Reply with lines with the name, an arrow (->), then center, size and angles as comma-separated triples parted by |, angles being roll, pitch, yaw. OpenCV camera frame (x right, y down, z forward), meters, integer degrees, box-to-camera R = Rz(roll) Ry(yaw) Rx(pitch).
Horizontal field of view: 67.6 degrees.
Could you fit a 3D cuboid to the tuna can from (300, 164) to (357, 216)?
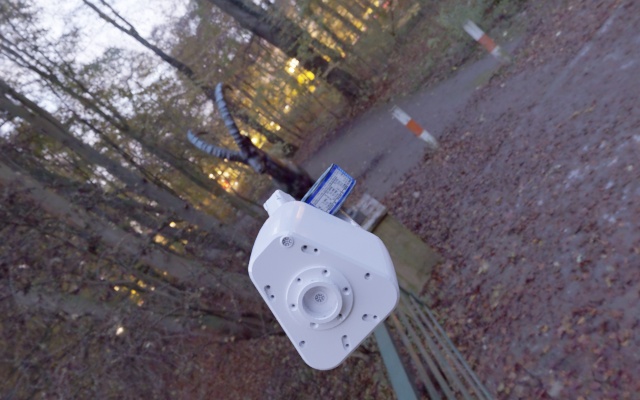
tuna can -> 0.000, 0.001, 0.523 | 0.034, 0.086, 0.086 | 39, -3, -4
